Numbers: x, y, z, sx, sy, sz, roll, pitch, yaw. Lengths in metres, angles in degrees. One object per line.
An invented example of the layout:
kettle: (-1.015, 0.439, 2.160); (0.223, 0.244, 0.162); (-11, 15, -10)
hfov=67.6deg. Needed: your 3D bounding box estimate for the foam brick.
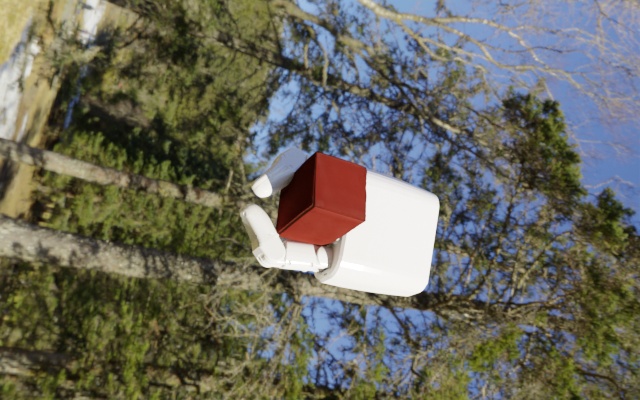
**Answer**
foam brick: (0.000, 0.001, 0.421); (0.051, 0.053, 0.078); (16, -28, -22)
